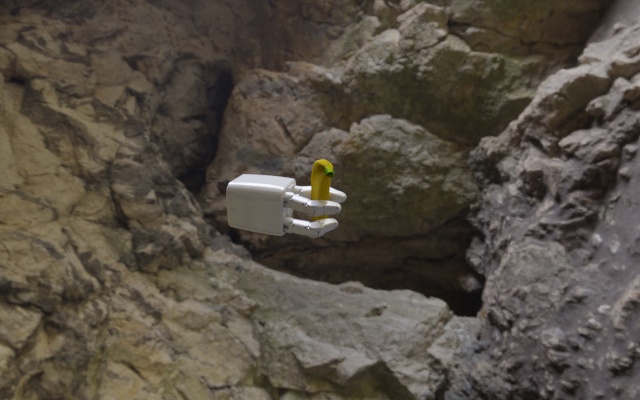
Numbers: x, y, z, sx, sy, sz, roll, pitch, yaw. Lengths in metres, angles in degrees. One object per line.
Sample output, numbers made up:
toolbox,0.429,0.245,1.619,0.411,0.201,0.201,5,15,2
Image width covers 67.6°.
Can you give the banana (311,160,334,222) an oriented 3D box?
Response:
banana,0.000,-0.014,0.873,0.037,0.069,0.198,2,-35,-2
